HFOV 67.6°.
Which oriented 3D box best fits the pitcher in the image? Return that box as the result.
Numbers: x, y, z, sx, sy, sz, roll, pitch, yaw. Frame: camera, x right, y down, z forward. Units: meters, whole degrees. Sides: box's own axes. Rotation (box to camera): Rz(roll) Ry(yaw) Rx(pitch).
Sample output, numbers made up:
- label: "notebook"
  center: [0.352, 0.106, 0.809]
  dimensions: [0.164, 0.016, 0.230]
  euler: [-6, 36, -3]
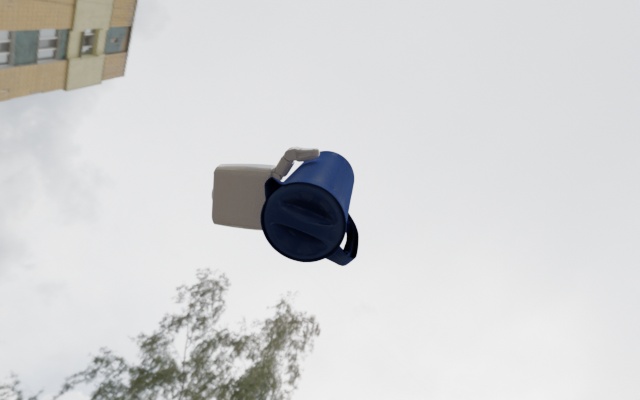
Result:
- label: "pitcher"
  center: [0.000, 0.003, 0.826]
  dimensions: [0.145, 0.149, 0.242]
  euler: [4, 21, 10]
